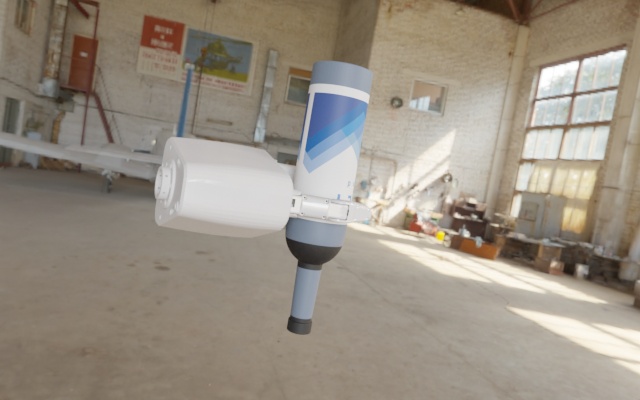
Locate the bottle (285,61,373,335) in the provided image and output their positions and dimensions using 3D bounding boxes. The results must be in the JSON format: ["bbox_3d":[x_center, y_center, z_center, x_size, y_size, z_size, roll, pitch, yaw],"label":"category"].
[{"bbox_3d":[0.000,0.001,0.529,0.069,0.296,0.069,10,3,-1],"label":"bottle"}]
